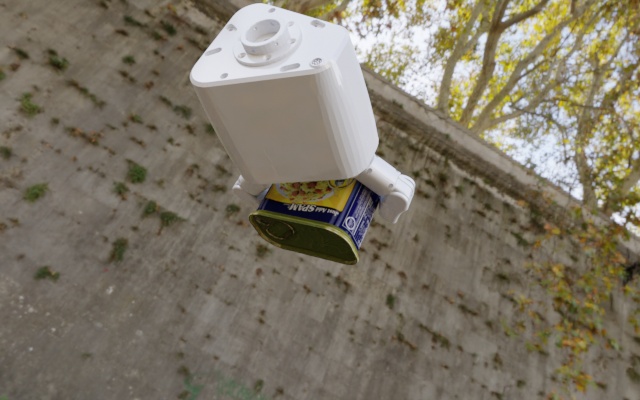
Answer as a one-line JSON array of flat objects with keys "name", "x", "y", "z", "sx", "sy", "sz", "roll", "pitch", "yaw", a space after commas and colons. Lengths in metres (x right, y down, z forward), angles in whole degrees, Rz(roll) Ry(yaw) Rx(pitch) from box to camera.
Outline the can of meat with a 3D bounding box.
[{"name": "can of meat", "x": 0.000, "y": 0.001, "z": 0.432, "sx": 0.102, "sy": 0.084, "sz": 0.057, "roll": 10, "pitch": -31, "yaw": 29}]
